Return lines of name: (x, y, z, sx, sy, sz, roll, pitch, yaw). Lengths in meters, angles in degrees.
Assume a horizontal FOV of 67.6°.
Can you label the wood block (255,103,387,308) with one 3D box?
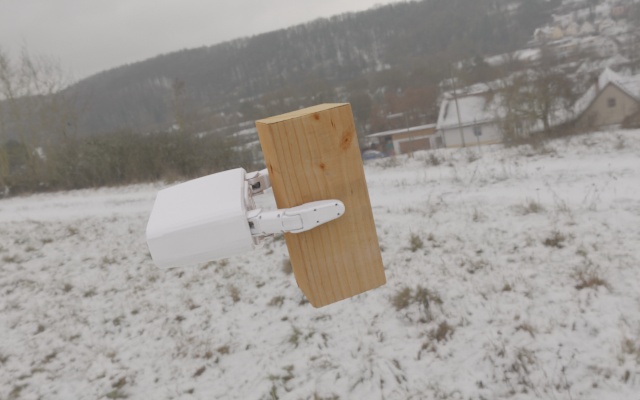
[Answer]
wood block: (0.000, 0.002, 0.543, 0.090, 0.206, 0.091, -17, 15, -13)
